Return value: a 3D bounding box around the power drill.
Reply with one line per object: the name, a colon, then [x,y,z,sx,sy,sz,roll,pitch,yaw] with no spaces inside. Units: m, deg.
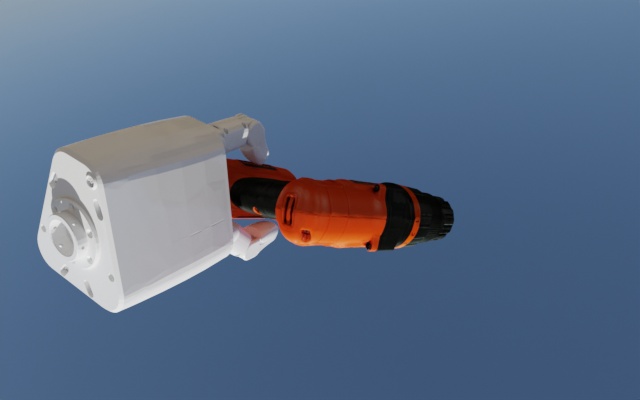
power drill: [0.000,0.001,0.419,0.184,0.057,0.187,7,2,-44]
